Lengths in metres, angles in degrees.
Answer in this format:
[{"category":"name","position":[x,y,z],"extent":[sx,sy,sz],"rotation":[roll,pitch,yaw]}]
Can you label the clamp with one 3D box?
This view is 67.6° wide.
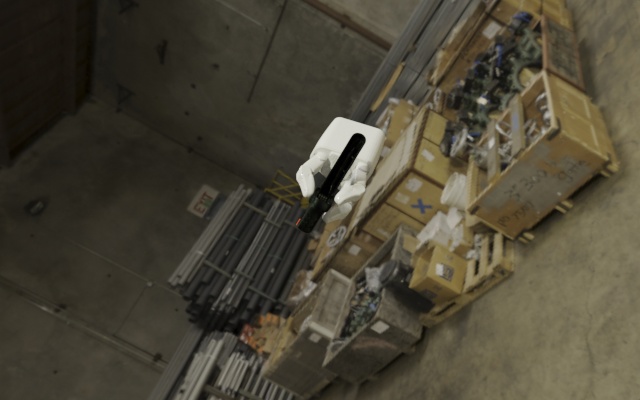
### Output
[{"category":"clamp","position":[-0.001,0.002,0.780],"extent":[0.036,0.164,0.210],"rotation":[32,-43,-1]}]
